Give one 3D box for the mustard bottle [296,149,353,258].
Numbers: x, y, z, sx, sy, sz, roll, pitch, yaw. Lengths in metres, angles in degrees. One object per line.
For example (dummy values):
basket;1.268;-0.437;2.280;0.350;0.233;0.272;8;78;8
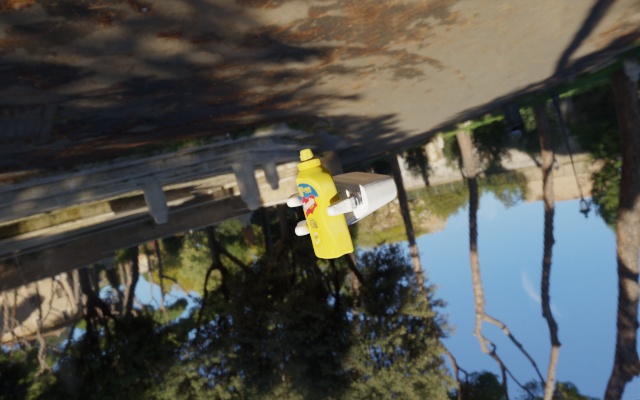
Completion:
mustard bottle;0.000;0.003;0.841;0.058;0.191;0.096;-17;4;-22
